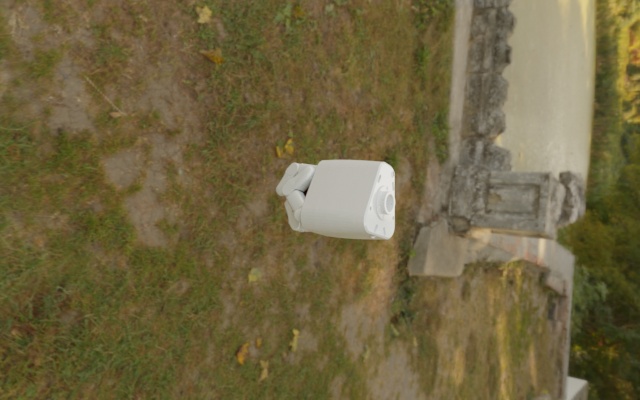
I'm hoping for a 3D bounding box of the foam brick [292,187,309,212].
[{"bbox_3d":[0.000,0.002,0.770,0.051,0.053,0.078,2,-11,34],"label":"foam brick"}]
